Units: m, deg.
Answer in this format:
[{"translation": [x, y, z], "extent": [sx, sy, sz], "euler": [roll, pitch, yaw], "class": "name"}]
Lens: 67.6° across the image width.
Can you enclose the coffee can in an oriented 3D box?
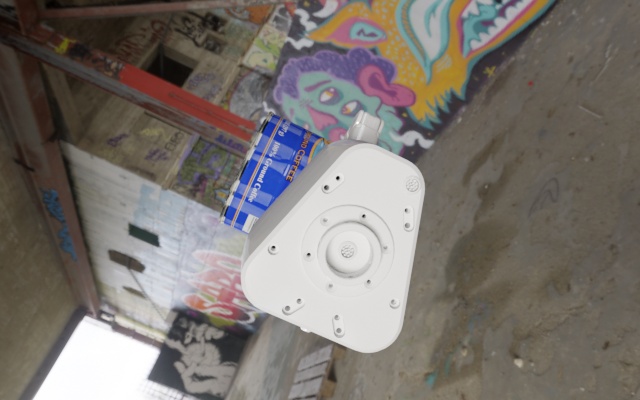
[{"translation": [0.000, 0.001, 0.406], "extent": [0.140, 0.103, 0.103], "euler": [25, -3, -6], "class": "coffee can"}]
